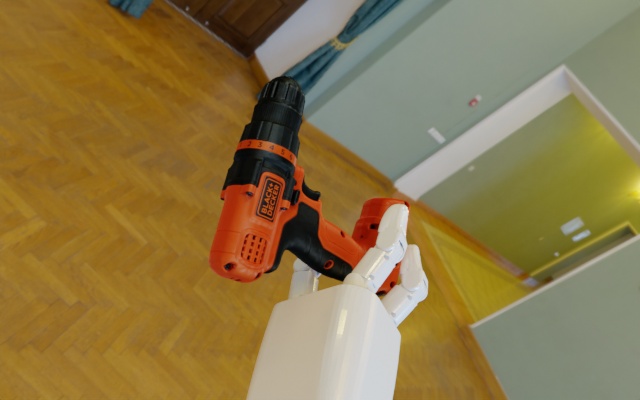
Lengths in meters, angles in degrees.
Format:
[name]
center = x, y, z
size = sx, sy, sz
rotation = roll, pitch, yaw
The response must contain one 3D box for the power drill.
[power drill]
center = 0.000, 0.002, 0.440
size = 0.188, 0.184, 0.057
rotation = 26, -20, -33
